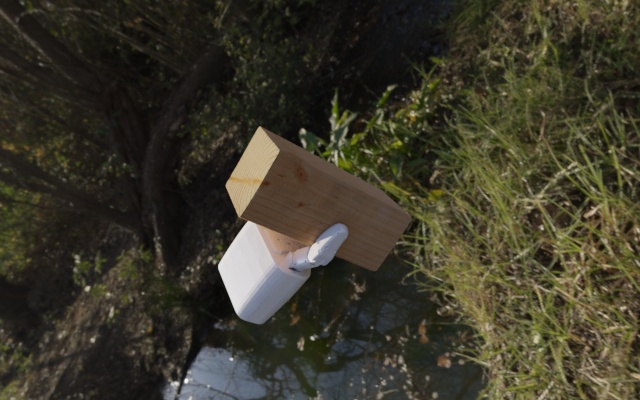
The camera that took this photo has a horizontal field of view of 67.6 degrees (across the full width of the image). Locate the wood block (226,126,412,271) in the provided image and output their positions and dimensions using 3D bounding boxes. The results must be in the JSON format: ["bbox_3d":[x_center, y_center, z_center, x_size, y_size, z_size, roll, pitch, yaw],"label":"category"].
[{"bbox_3d":[0.000,0.002,0.599,0.206,0.090,0.090,25,15,-31],"label":"wood block"}]
